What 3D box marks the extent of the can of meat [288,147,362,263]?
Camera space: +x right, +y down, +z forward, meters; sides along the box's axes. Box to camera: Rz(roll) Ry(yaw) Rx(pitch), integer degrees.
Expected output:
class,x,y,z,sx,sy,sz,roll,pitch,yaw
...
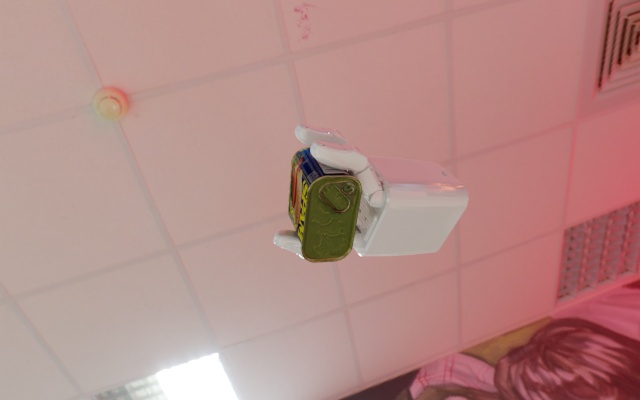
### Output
class,x,y,z,sx,sy,sz,roll,pitch,yaw
can of meat,0.000,0.002,0.520,0.057,0.102,0.084,-2,29,-17
